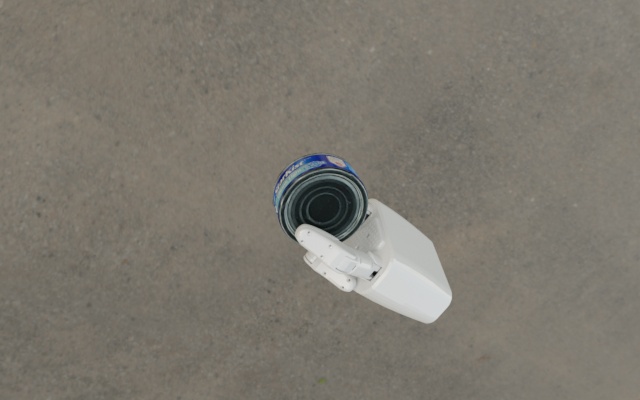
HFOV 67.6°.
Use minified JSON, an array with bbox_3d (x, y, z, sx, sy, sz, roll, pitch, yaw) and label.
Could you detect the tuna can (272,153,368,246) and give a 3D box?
[{"bbox_3d":[0.000,0.002,0.442,0.086,0.086,0.033,0,28,-15],"label":"tuna can"}]
